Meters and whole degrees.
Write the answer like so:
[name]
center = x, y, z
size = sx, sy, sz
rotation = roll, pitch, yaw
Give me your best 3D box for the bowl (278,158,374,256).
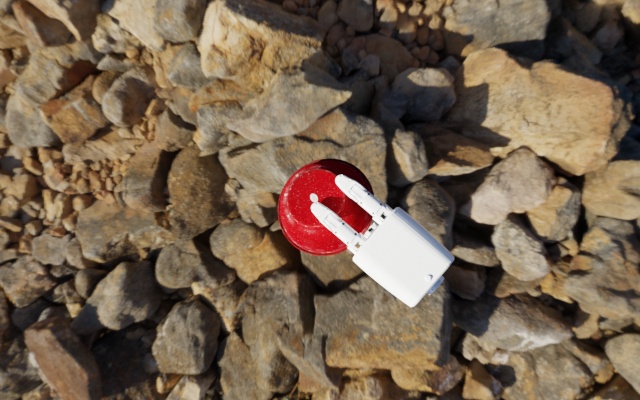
[bowl]
center = -0.001, 0.002, 0.742
size = 0.162, 0.162, 0.055
rotation = 0, -15, 17
